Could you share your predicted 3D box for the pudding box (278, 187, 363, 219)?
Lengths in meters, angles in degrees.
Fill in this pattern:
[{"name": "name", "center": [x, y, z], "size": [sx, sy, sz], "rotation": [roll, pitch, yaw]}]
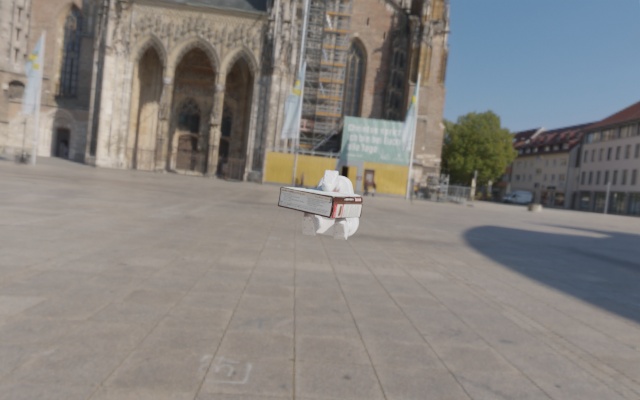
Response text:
[{"name": "pudding box", "center": [0.000, 0.002, 0.793], "size": [0.113, 0.039, 0.090], "rotation": [9, 6, 36]}]
